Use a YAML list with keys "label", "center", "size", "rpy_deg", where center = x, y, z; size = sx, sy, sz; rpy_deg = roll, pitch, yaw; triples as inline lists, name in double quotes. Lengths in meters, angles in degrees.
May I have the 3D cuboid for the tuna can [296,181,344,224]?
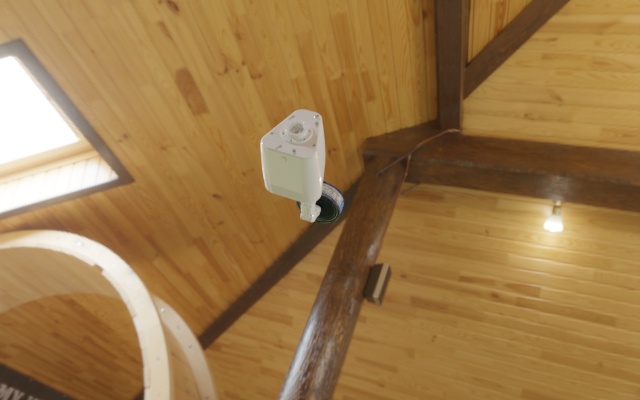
- label: "tuna can"
  center: [0.000, 0.003, 0.891]
  size: [0.086, 0.033, 0.086]
  rpy_deg: [15, -39, 12]
